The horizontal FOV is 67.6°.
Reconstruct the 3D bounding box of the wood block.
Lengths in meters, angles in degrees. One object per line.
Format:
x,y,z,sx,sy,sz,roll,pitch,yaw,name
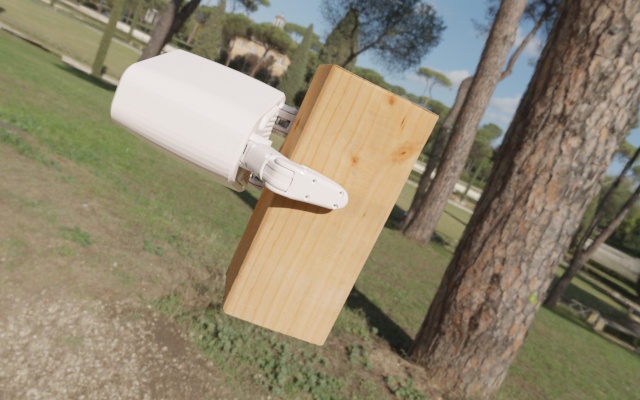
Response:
0.000,0.001,0.403,0.090,0.206,0.090,23,11,-13,wood block
